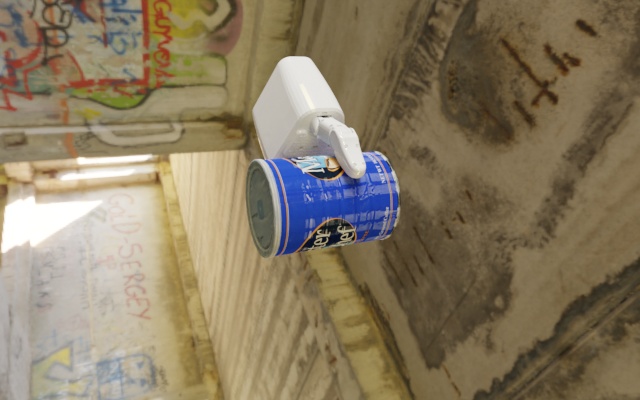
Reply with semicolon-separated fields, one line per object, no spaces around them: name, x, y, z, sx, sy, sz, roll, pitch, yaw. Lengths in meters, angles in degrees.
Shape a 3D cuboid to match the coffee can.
coffee can;0.000;0.002;0.518;0.140;0.103;0.103;-6;2;-23
